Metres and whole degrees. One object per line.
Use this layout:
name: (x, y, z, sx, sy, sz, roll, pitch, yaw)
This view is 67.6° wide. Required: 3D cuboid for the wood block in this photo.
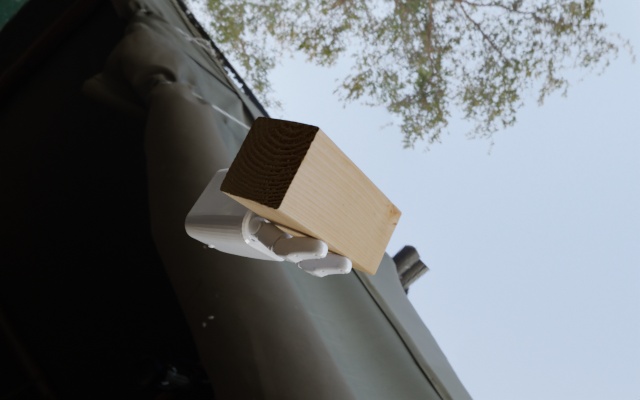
wood block: (0.000, 0.001, 0.540, 0.090, 0.091, 0.206, 16, -14, 38)
